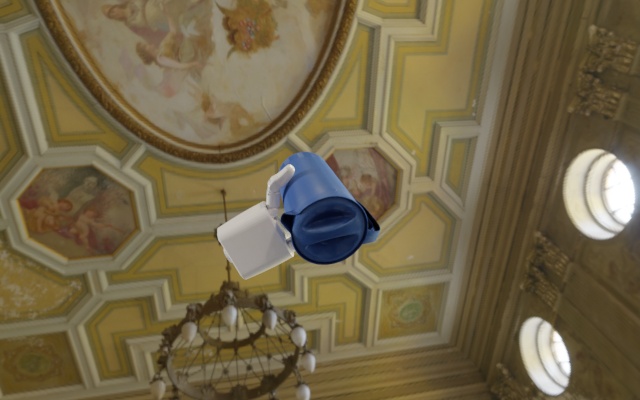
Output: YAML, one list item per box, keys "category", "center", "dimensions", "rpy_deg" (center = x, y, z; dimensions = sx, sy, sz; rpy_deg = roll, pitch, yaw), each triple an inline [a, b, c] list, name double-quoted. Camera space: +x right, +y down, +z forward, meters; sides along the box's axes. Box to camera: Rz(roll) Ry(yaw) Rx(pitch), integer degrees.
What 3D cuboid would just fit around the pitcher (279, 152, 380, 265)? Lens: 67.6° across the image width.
- category: "pitcher"
  center: [0.000, 0.003, 0.895]
  dimensions: [0.145, 0.149, 0.242]
  rpy_deg: [-30, 31, 2]
